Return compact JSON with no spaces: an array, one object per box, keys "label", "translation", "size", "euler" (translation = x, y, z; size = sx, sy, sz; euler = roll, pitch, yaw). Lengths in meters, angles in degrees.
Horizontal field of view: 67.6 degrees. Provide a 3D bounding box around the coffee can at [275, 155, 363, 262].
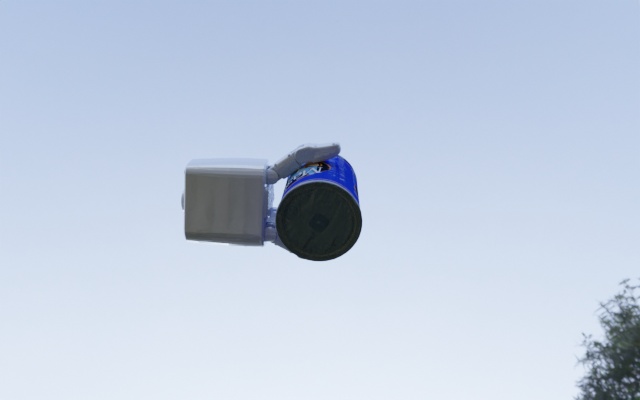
[{"label":"coffee can","translation":[0.000,0.002,0.623],"size":[0.103,0.103,0.140],"euler":[0,21,2]}]
